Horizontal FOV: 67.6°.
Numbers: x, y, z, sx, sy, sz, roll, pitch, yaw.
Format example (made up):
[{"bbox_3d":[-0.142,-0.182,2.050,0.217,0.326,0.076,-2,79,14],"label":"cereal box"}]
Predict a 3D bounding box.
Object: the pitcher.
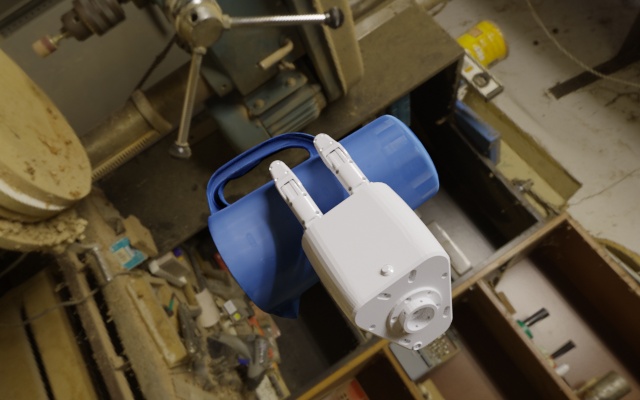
[{"bbox_3d":[0.000,0.002,0.541,0.243,0.149,0.145,-34,40,-1],"label":"pitcher"}]
